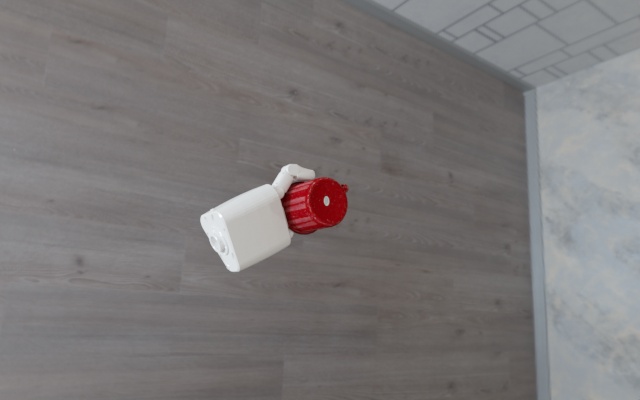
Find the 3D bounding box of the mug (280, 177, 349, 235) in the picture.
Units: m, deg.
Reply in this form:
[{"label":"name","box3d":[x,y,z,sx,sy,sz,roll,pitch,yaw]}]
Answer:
[{"label":"mug","box3d":[0.001,0.002,0.798,0.117,0.093,0.081,-28,8,-33]}]
